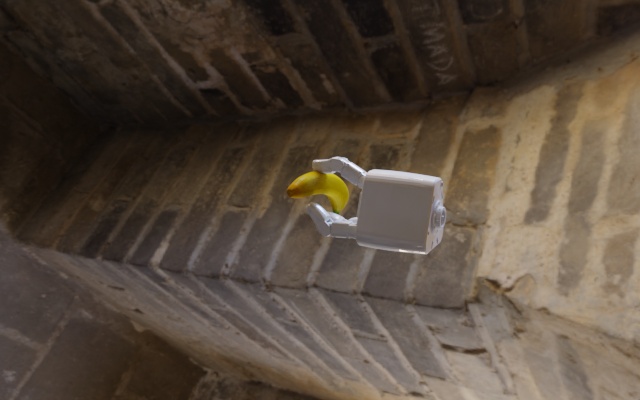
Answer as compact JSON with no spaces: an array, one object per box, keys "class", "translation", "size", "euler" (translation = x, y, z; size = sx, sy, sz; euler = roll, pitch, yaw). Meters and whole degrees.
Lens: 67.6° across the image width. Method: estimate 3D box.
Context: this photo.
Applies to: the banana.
[{"class":"banana","translation":[0.007,-0.014,0.790],"size":[0.037,0.069,0.198],"euler":[13,-9,27]}]
